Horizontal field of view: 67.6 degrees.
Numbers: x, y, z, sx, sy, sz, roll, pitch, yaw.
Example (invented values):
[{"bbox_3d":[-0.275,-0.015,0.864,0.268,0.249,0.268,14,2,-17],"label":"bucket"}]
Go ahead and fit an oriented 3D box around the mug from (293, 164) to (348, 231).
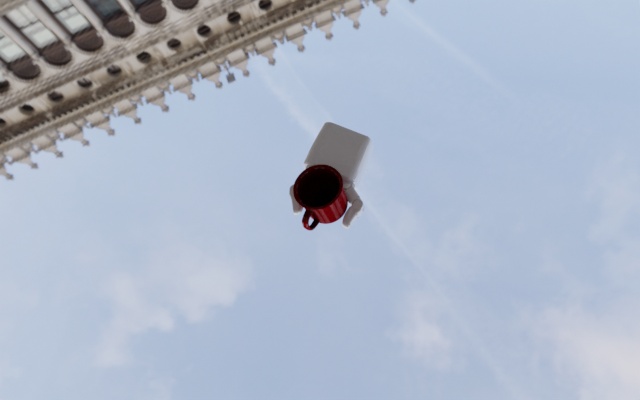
[{"bbox_3d":[0.000,0.004,0.887,0.093,0.117,0.081,16,-21,23],"label":"mug"}]
